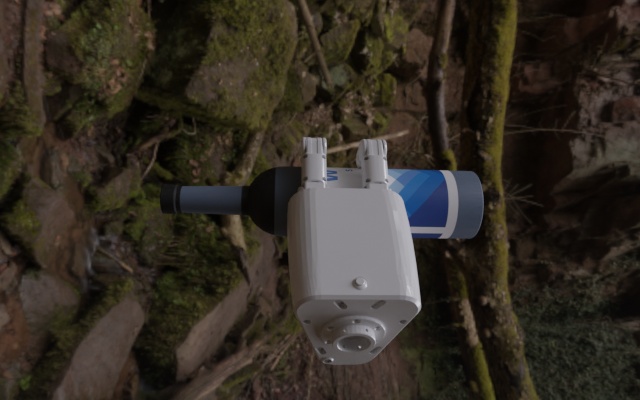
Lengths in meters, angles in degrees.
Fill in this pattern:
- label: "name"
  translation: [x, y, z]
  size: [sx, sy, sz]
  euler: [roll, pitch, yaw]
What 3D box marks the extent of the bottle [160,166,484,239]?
- label: "bottle"
  translation: [0.000, 0.001, 0.457]
  size: [0.296, 0.069, 0.069]
  euler: [1, 0, -5]
